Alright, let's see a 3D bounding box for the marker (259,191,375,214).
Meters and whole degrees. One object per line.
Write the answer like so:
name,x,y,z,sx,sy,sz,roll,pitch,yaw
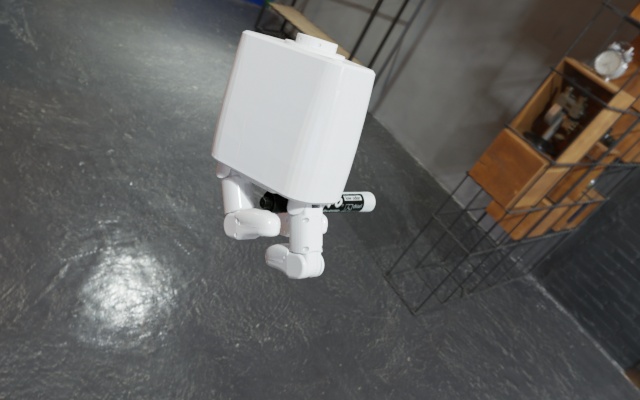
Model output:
marker,0.000,0.001,0.411,0.121,0.020,0.020,0,0,-41
